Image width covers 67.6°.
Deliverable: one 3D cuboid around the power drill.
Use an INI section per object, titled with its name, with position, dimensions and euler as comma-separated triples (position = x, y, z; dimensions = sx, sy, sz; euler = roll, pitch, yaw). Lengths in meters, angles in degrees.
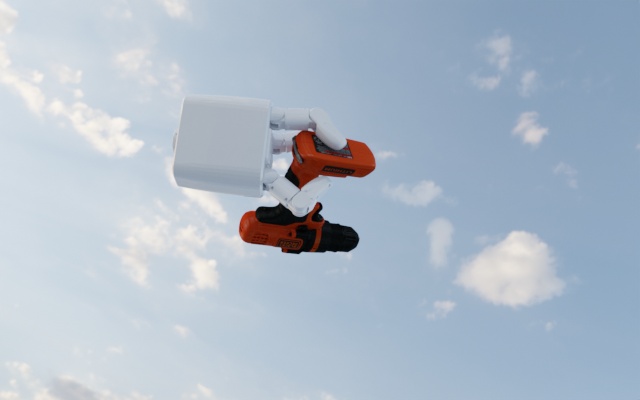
[power drill]
position = 0.000, 0.002, 0.647
dimensions = 0.184, 0.188, 0.057
euler = 8, 41, -26
